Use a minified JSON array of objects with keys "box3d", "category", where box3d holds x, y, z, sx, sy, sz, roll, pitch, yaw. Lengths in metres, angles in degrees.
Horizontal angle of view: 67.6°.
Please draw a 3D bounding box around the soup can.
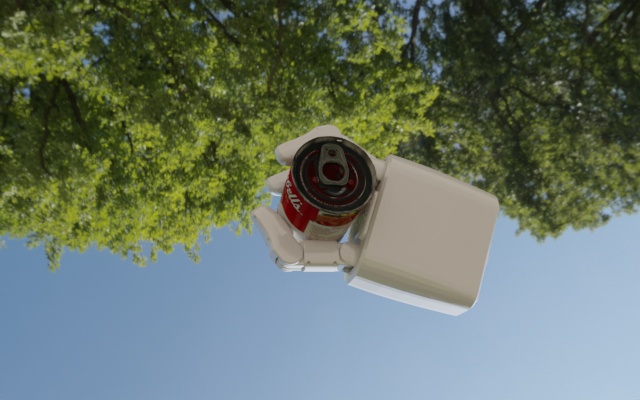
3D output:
[{"box3d":[-0.001,0.001,0.407,0.068,0.068,0.102,0,-26,-15],"category":"soup can"}]
